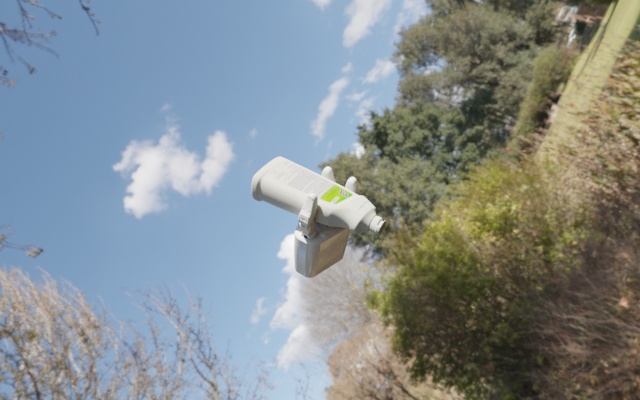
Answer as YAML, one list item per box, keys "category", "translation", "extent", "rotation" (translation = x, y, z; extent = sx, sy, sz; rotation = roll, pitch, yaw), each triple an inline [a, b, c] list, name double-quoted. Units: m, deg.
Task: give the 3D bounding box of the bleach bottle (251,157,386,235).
- category: "bleach bottle"
  translation: [0.000, 0.003, 0.889]
  extent: [0.251, 0.068, 0.102]
  rotation: [26, 46, 21]
